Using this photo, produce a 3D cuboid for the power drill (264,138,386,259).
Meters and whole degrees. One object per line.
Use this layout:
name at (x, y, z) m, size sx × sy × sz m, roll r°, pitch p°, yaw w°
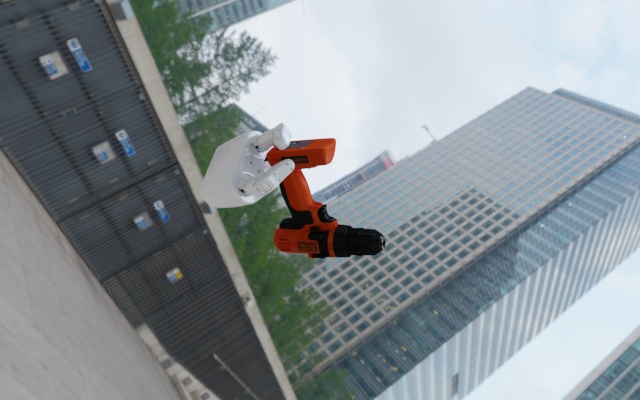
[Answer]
power drill at (0.000, 0.002, 0.724) m, size 0.184 × 0.188 × 0.057 m, roll -1°, pitch 23°, yaw 23°
